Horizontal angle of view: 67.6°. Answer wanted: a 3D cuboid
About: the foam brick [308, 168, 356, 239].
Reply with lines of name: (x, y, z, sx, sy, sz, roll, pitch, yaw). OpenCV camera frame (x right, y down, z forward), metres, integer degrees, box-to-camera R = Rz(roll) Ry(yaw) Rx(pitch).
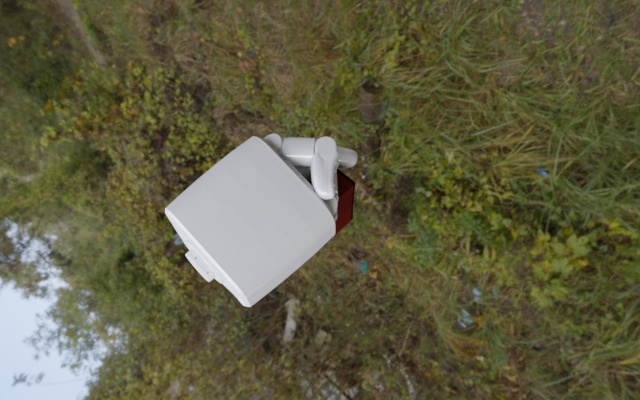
foam brick: (0.000, 0.002, 0.507, 0.053, 0.051, 0.078, 40, -22, 22)
